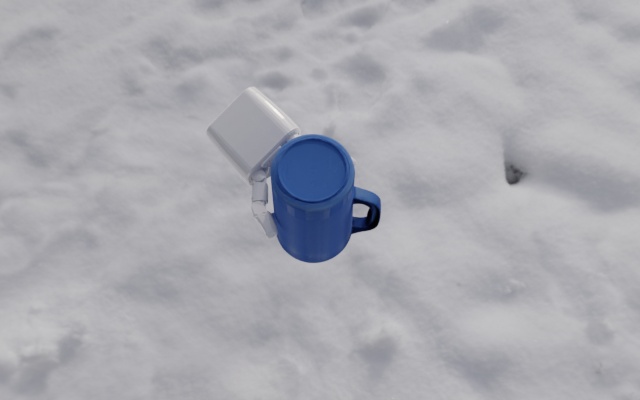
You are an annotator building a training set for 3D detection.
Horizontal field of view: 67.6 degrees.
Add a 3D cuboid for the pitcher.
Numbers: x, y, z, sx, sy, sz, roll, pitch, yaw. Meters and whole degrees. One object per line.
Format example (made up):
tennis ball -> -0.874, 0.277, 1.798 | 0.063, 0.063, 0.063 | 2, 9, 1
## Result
pitcher -> 0.000, 0.002, 0.710 | 0.149, 0.145, 0.243 | -39, -15, -13
